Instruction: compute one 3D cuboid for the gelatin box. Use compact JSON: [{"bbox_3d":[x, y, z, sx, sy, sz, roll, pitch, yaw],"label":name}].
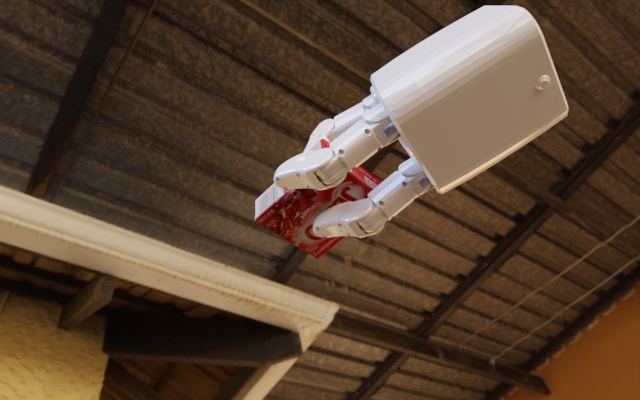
[{"bbox_3d":[0.000,0.001,0.401,0.073,0.030,0.089,34,-61,-29],"label":"gelatin box"}]
